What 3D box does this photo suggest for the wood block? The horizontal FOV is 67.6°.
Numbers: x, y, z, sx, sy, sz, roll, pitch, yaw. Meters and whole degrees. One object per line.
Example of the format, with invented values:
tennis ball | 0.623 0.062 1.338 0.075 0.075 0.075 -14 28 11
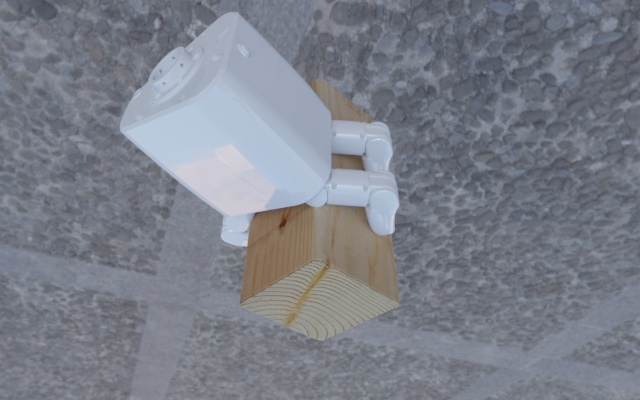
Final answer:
wood block | 0.000 0.001 0.425 0.090 0.206 0.091 32 -50 -31
